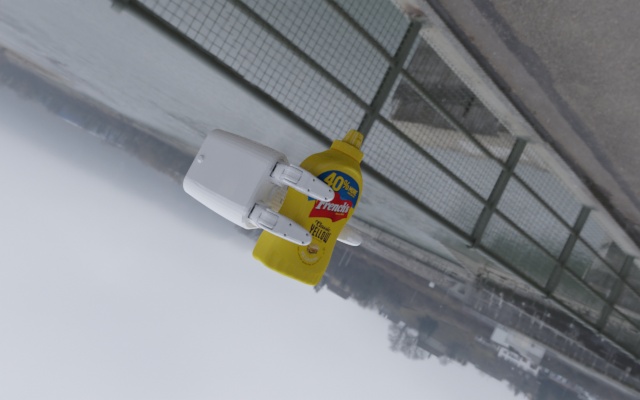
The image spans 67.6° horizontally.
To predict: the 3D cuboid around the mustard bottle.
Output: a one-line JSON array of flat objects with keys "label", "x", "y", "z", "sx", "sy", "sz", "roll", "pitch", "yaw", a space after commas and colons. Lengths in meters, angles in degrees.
[{"label": "mustard bottle", "x": 0.000, "y": 0.002, "z": 0.575, "sx": 0.096, "sy": 0.191, "sz": 0.058, "roll": 31, "pitch": -5, "yaw": -40}]
